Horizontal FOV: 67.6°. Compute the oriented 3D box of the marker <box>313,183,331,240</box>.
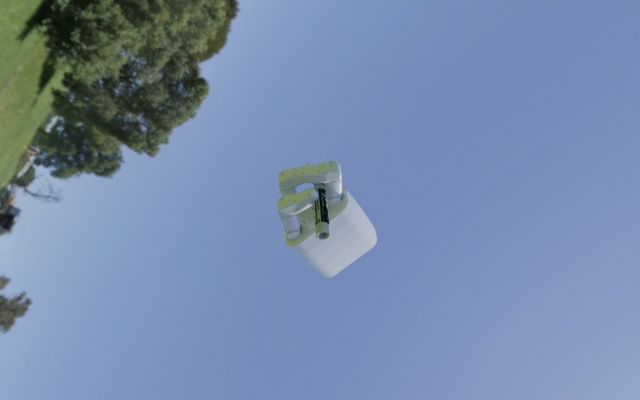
[{"bbox_3d":[0.000,0.002,0.650,0.020,0.020,0.121,-2,45,-2],"label":"marker"}]
